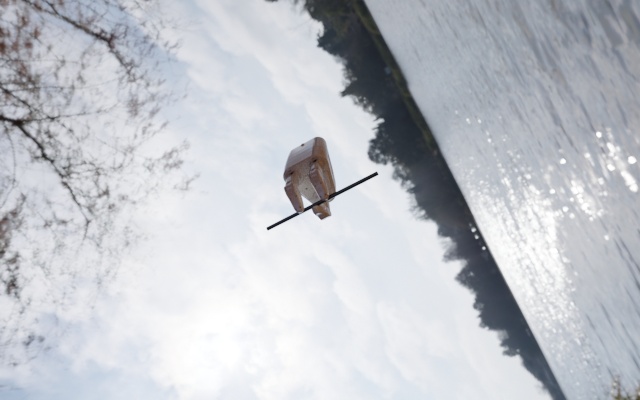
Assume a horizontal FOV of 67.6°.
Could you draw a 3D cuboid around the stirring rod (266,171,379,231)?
[{"bbox_3d":[0.000,0.003,0.895,0.239,0.011,0.011,-27,-8,15],"label":"stirring rod"}]
